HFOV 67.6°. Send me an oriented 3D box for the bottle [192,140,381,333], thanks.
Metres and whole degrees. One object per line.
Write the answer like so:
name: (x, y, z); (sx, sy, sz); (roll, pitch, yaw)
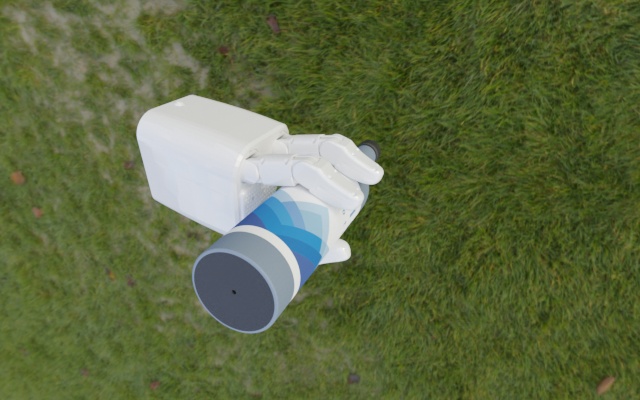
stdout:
bottle: (0.000, 0.002, 0.436); (0.069, 0.069, 0.295); (0, 24, 25)
